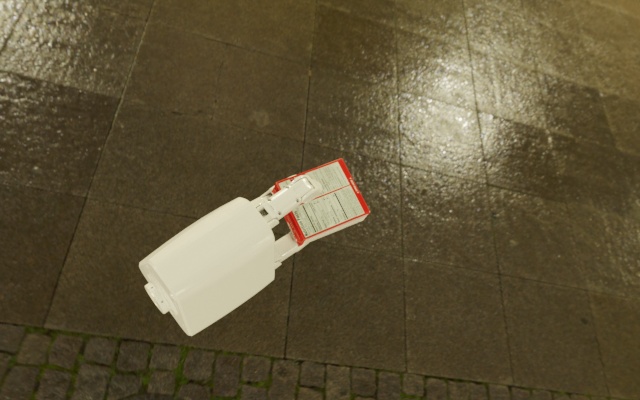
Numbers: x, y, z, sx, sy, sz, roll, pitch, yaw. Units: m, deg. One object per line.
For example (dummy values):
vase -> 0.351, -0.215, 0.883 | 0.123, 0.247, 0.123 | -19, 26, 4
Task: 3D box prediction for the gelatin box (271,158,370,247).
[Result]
gelatin box -> 0.000, 0.001, 0.539 | 0.089, 0.073, 0.030 | -22, -15, -20
